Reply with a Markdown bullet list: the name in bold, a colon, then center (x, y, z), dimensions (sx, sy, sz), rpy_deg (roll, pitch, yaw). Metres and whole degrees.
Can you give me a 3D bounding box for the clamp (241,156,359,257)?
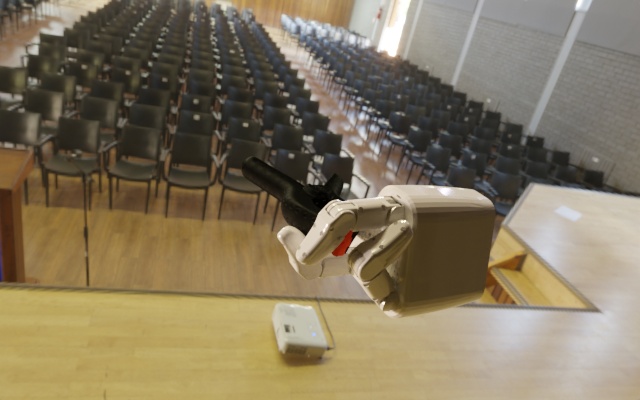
- **clamp**: center (0.000, 0.001, 0.483), dimensions (0.120, 0.039, 0.171), rpy_deg (0, 28, -30)
